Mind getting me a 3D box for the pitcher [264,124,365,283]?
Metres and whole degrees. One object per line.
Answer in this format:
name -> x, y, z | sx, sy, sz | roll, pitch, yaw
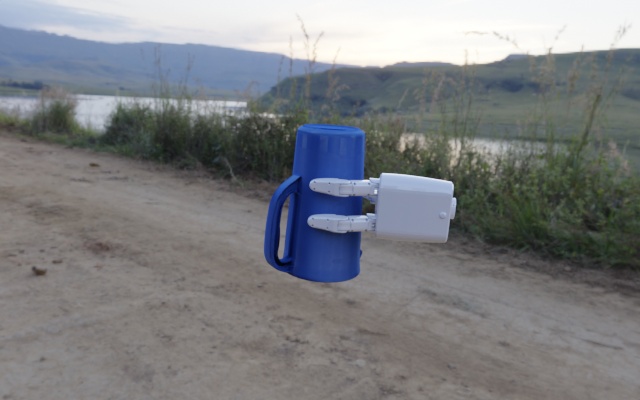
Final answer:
pitcher -> 0.000, 0.003, 0.772 | 0.145, 0.243, 0.149 | 6, 13, 11
